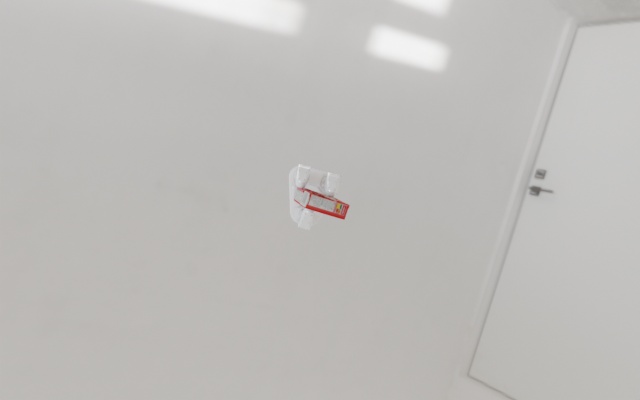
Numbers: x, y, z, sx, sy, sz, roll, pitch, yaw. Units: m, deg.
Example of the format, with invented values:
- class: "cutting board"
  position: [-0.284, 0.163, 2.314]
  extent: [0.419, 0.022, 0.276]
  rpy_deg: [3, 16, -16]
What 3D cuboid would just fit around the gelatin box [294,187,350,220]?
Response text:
- class: "gelatin box"
  position: [0.000, 0.003, 0.820]
  extent: [0.073, 0.030, 0.089]
  rpy_deg: [18, 4, -18]
